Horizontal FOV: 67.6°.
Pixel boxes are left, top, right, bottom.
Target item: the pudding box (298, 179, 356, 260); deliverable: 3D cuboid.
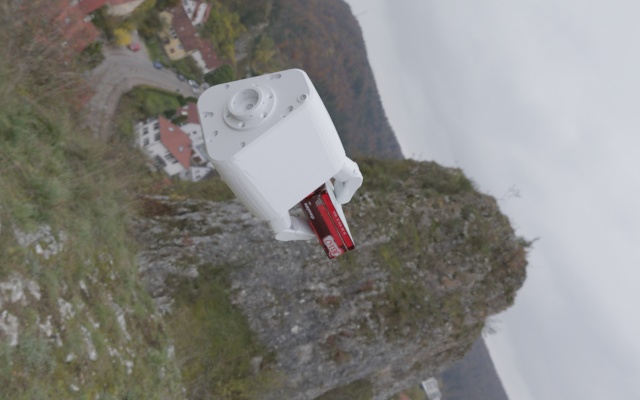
[{"bbox_3d":[0.000,0.002,0.567,0.039,0.090,0.113,-23,30,6],"label":"pudding box"}]
